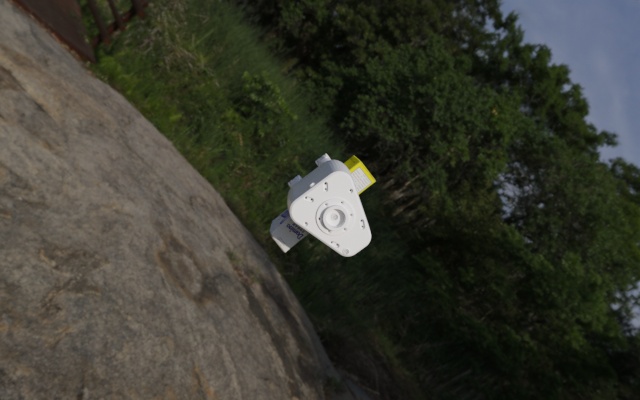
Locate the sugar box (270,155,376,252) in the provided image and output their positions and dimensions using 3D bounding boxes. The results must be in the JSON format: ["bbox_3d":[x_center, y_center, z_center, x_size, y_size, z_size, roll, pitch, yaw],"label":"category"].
[{"bbox_3d":[0.000,0.002,0.753,0.176,0.048,0.093,-36,10,4],"label":"sugar box"}]
